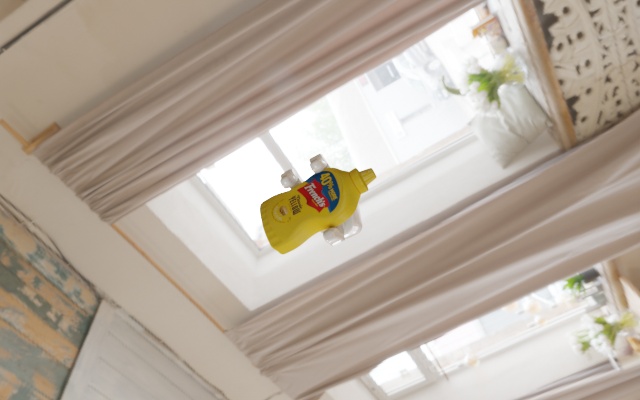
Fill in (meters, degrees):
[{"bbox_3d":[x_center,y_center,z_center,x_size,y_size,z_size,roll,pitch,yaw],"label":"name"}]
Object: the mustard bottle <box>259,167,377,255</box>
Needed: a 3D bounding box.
[{"bbox_3d":[0.000,0.002,0.748,0.191,0.096,0.058,-28,-38,11],"label":"mustard bottle"}]
